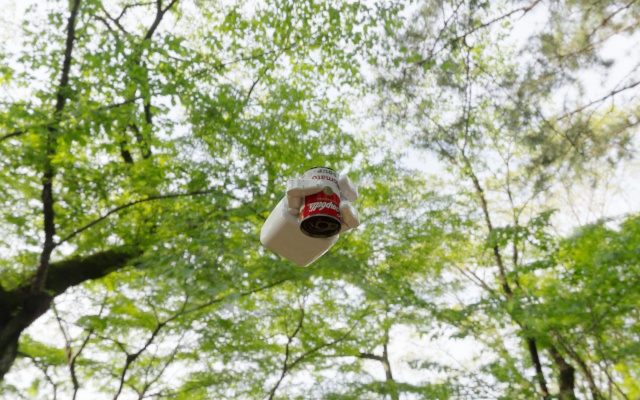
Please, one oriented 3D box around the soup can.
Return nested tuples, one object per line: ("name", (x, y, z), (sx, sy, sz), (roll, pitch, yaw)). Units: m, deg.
("soup can", (0.000, 0.002, 0.796), (0.068, 0.102, 0.069), (0, -37, 0))
